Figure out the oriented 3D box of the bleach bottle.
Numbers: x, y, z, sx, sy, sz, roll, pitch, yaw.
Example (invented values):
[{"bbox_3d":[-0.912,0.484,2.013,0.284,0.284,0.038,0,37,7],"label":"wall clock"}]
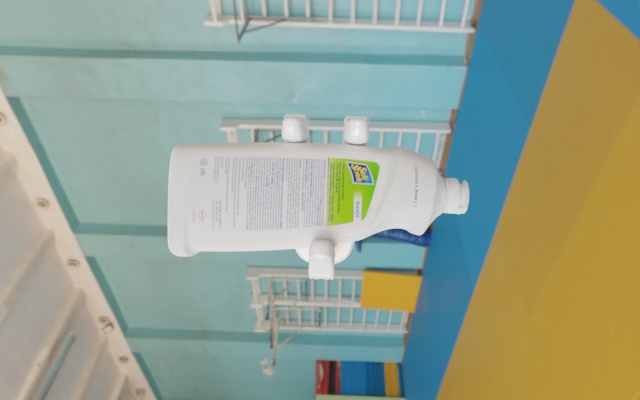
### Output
[{"bbox_3d":[0.000,0.001,0.419,0.251,0.102,0.068,2,1,2],"label":"bleach bottle"}]
